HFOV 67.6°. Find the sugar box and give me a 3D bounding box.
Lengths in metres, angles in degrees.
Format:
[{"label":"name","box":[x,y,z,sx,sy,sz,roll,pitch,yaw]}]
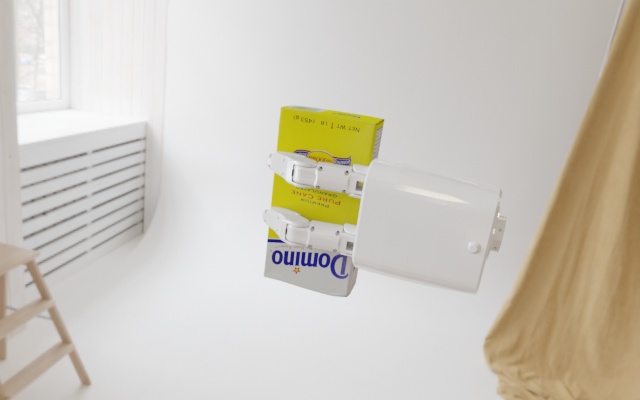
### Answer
[{"label":"sugar box","box":[0.000,0.002,0.465,0.093,0.176,0.048,12,17,15]}]
